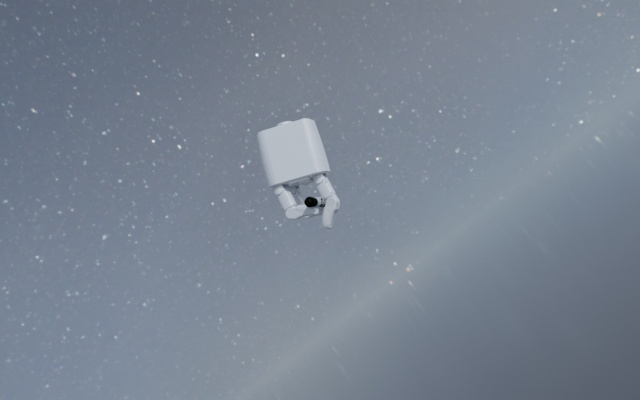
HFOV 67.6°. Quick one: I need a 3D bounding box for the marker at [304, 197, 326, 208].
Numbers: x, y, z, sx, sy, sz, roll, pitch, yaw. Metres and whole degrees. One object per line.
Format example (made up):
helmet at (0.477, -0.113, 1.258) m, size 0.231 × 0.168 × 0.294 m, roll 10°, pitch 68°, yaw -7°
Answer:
marker at (0.000, 0.003, 0.863) m, size 0.020 × 0.020 × 0.121 m, roll 0°, pitch 0°, yaw 21°
